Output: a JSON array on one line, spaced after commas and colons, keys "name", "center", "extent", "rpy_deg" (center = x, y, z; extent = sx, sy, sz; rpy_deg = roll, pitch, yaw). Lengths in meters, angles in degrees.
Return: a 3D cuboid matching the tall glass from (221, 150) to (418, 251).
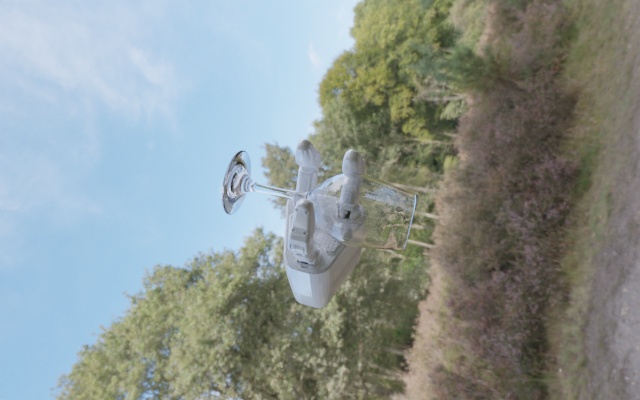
[{"name": "tall glass", "center": [-0.001, 0.002, 0.520], "extent": [0.201, 0.079, 0.079], "rpy_deg": [13, 3, 11]}]
